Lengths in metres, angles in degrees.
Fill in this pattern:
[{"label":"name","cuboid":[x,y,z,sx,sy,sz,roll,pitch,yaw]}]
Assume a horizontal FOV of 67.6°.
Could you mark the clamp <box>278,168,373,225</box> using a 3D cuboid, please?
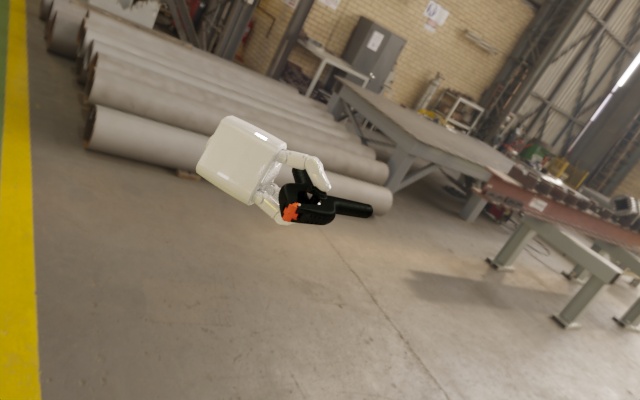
[{"label":"clamp","cuboid":[0.000,0.002,0.765,0.164,0.036,0.210,28,20,6]}]
